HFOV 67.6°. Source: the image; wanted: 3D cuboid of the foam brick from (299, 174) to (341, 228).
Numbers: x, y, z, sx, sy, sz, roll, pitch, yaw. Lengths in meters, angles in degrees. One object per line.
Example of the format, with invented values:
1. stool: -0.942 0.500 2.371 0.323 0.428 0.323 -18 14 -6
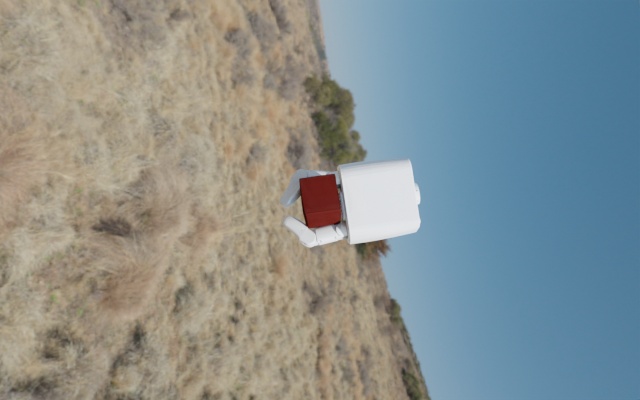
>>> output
1. foam brick: 0.000 0.002 0.673 0.051 0.053 0.078 -8 -18 0
